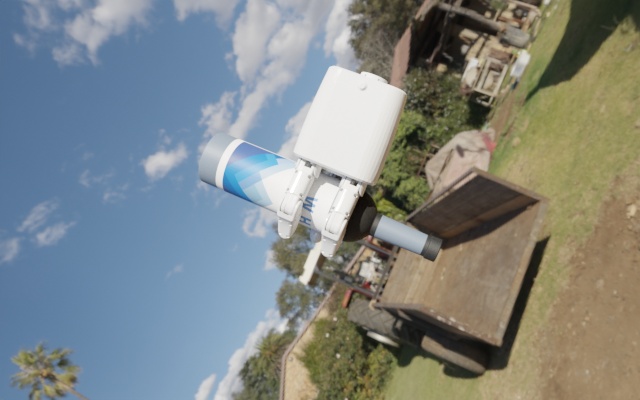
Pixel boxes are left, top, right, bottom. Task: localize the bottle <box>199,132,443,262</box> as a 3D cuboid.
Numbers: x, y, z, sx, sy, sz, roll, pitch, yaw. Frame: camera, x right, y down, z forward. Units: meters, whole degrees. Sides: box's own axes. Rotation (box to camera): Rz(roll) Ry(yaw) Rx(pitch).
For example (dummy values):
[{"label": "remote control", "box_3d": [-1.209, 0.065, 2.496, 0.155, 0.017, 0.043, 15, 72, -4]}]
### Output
[{"label": "bottle", "box_3d": [0.000, 0.002, 0.568, 0.295, 0.069, 0.069, 23, 4, 10]}]
